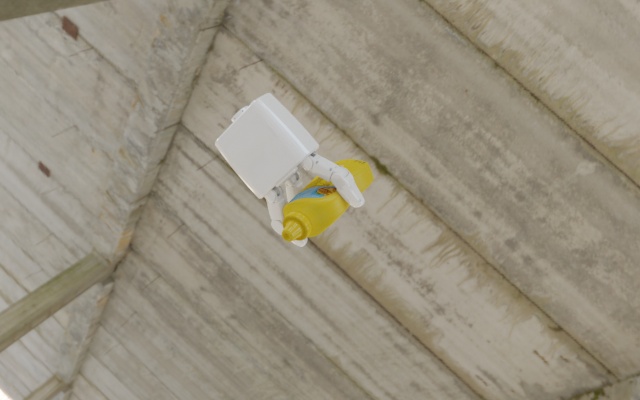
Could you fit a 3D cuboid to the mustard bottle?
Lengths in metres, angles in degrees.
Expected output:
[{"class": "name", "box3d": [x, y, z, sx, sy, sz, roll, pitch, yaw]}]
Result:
[{"class": "mustard bottle", "box3d": [0.000, 0.002, 0.706, 0.096, 0.058, 0.191, -8, 23, 35]}]
